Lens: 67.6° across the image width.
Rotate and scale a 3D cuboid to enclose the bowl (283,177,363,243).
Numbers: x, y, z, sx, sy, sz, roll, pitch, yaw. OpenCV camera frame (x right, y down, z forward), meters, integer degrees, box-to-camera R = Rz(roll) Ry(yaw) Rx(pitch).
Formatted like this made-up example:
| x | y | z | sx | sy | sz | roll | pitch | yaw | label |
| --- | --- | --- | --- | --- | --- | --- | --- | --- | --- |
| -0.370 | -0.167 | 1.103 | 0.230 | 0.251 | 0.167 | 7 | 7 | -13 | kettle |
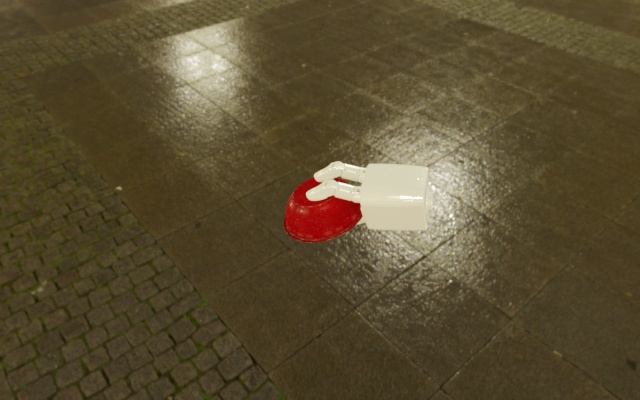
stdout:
| x | y | z | sx | sy | sz | roll | pitch | yaw | label |
| --- | --- | --- | --- | --- | --- | --- | --- | --- | --- |
| -0.001 | 0.003 | 0.876 | 0.162 | 0.055 | 0.162 | -14 | 35 | 10 | bowl |
